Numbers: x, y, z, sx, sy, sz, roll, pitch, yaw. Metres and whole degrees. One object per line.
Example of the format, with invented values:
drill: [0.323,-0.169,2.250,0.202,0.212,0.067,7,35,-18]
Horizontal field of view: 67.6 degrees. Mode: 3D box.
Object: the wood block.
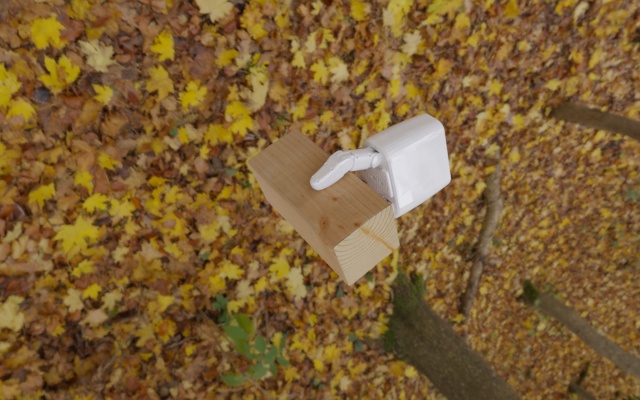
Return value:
wood block: [0.000,0.002,0.643,0.090,0.091,0.206,-36,49,-14]
